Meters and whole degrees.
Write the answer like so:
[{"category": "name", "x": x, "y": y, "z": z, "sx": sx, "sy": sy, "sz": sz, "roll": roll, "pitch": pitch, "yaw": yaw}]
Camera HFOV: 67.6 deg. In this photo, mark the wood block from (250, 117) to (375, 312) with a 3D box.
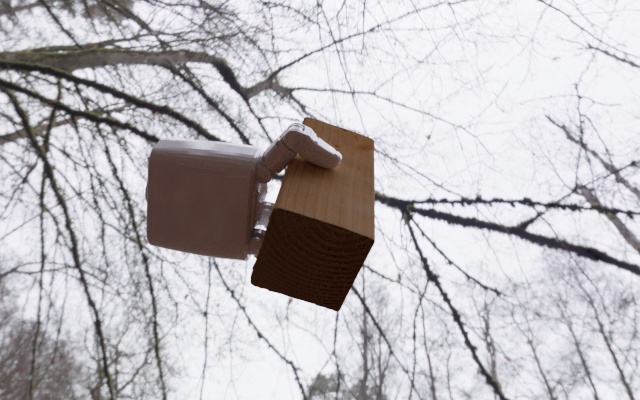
[{"category": "wood block", "x": 0.000, "y": 0.001, "z": 0.497, "sx": 0.090, "sy": 0.091, "sz": 0.206, "roll": 18, "pitch": 31, "yaw": -5}]
